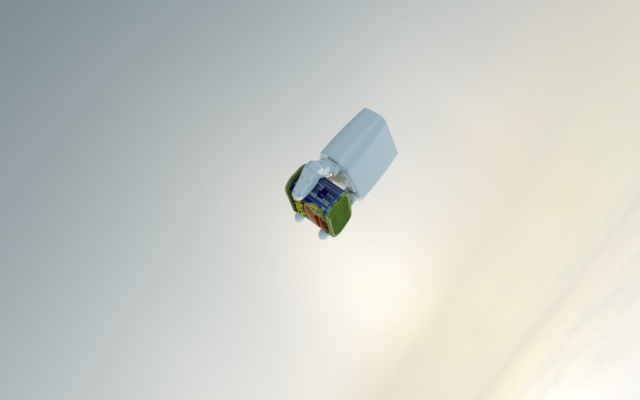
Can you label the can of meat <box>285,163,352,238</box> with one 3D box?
[{"bbox_3d":[0.000,0.003,0.740,0.084,0.057,0.102,35,-18,23],"label":"can of meat"}]
